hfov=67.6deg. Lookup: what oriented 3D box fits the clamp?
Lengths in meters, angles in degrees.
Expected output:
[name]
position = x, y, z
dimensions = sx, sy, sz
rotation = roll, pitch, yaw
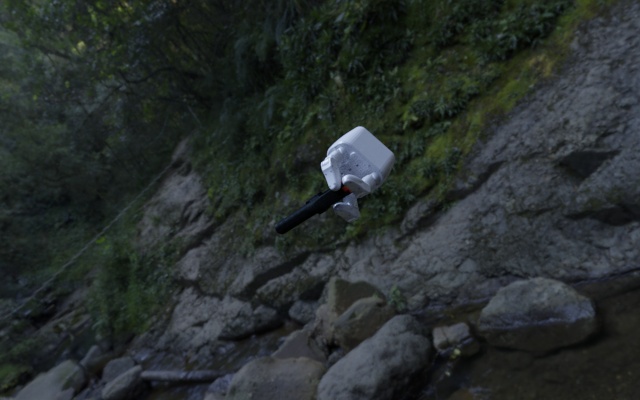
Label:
[clamp]
position = 0.000, 0.002, 0.894
dimensions = 0.171, 0.039, 0.120
rotation = -29, 11, 33
